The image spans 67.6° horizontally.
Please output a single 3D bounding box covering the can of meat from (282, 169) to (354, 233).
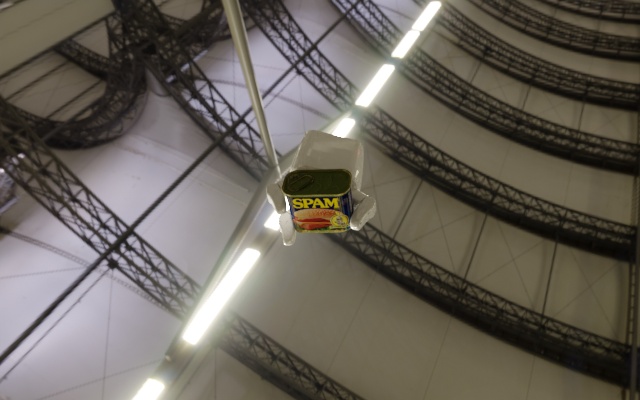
[{"bbox_3d":[0.000,0.003,0.724,0.102,0.084,0.057,-1,43,11],"label":"can of meat"}]
